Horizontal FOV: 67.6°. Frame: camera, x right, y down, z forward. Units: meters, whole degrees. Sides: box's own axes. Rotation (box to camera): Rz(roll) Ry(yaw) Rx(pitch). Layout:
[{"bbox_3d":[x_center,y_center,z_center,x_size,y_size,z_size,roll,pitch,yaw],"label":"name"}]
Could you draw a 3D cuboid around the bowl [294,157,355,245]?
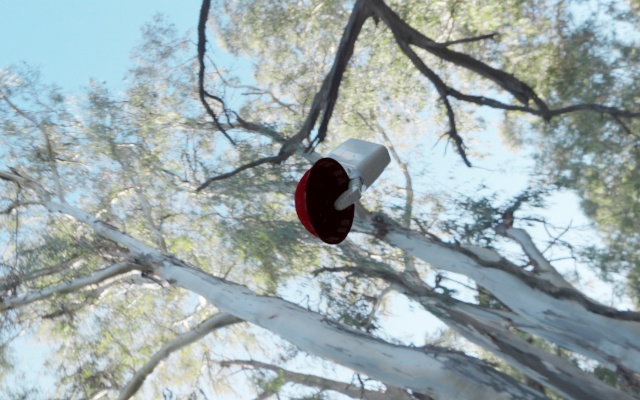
[{"bbox_3d":[-0.001,0.003,0.886,0.055,0.162,0.162,-6,-3,34],"label":"bowl"}]
